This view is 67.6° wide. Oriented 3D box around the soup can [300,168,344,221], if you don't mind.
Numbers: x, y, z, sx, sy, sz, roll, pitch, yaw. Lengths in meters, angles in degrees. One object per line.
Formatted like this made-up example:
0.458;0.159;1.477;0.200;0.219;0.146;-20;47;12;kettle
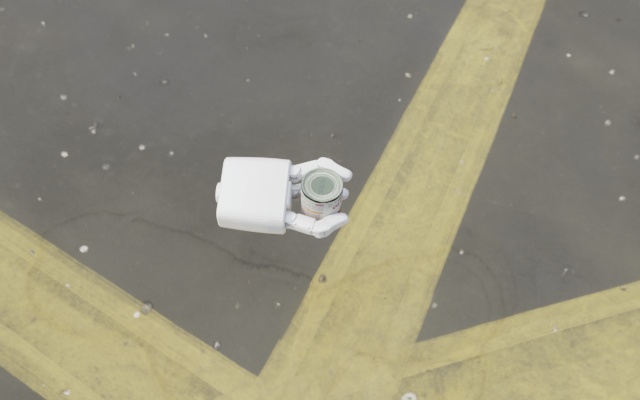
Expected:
0.001;0.003;0.771;0.068;0.068;0.102;0;-33;-3;soup can
